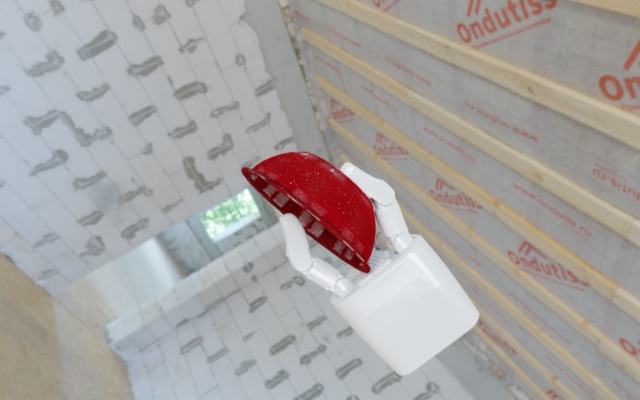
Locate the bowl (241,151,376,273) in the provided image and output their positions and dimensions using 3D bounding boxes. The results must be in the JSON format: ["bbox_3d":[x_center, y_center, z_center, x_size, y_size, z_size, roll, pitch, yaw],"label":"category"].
[{"bbox_3d":[-0.001,0.000,0.474,0.162,0.055,0.162,37,-9,7],"label":"bowl"}]
